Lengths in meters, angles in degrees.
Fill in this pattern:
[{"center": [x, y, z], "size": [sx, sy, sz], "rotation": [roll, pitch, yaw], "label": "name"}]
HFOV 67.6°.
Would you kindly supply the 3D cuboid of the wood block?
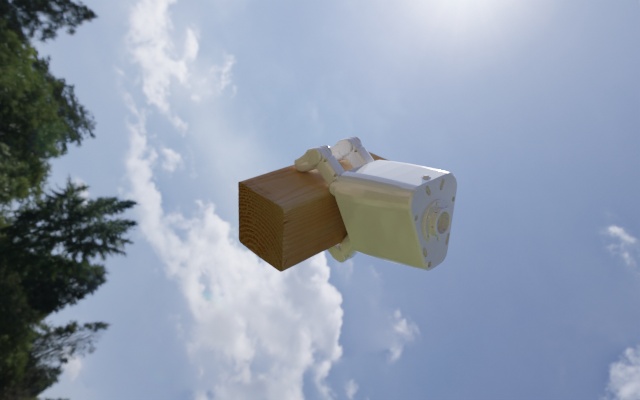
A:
[{"center": [0.000, 0.002, 0.636], "size": [0.206, 0.091, 0.090], "rotation": [-21, 37, -40], "label": "wood block"}]
